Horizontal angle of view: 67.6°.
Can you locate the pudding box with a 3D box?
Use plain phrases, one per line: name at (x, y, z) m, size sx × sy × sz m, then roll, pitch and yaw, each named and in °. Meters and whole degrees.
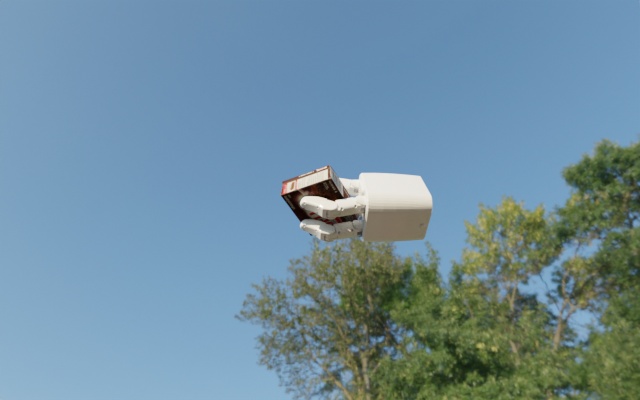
pudding box at (0.000, 0.002, 0.784) m, size 0.090 × 0.039 × 0.114 m, roll -19°, pitch -50°, yaw 18°
